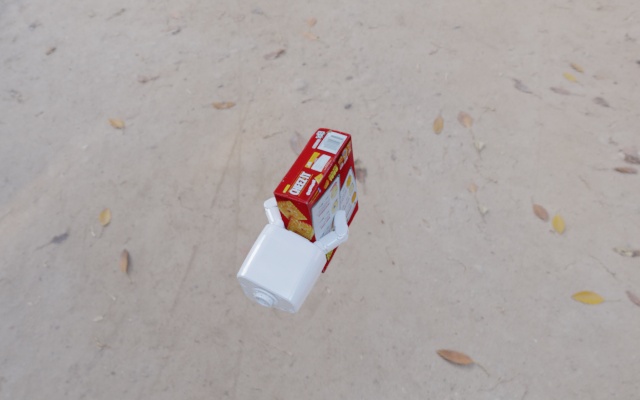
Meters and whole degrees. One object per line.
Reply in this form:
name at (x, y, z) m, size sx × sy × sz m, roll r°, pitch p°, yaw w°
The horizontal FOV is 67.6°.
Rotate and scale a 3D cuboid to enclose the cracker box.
cracker box at (0.000, 0.003, 0.855) m, size 0.072 × 0.164 × 0.214 m, roll 18°, pitch -33°, yaw 21°
